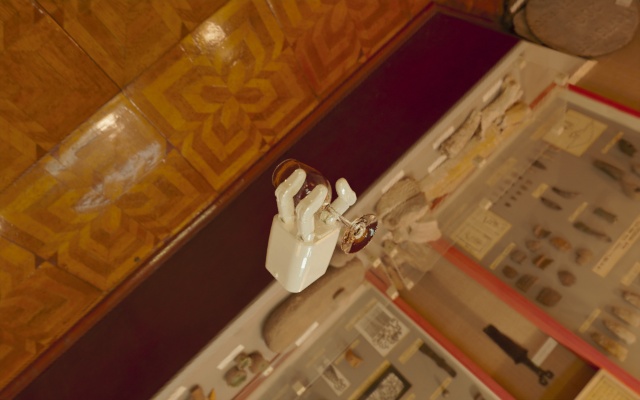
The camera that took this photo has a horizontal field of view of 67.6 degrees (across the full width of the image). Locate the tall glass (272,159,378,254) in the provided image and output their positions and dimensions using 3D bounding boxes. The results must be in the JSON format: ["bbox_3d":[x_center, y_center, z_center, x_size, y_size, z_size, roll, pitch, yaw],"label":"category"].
[{"bbox_3d":[0.001,0.003,0.792,0.079,0.079,0.201,0,30,-45],"label":"tall glass"}]
